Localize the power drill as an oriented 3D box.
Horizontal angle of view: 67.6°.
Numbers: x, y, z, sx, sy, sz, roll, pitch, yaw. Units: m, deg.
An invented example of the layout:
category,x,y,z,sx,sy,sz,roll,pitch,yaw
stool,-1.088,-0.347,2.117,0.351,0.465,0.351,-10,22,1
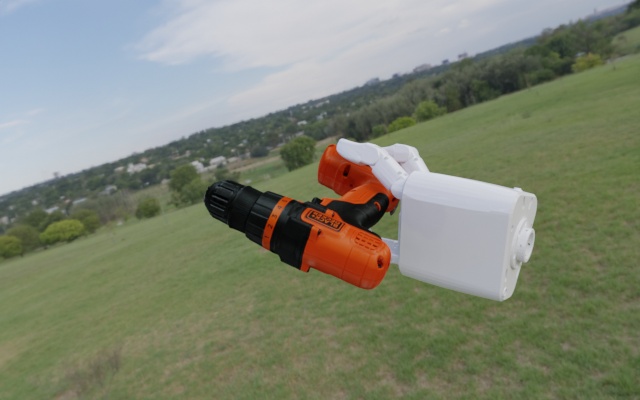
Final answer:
category,x,y,z,sx,sy,sz,roll,pitch,yaw
power drill,0.001,0.001,0.494,0.184,0.057,0.187,24,32,12
